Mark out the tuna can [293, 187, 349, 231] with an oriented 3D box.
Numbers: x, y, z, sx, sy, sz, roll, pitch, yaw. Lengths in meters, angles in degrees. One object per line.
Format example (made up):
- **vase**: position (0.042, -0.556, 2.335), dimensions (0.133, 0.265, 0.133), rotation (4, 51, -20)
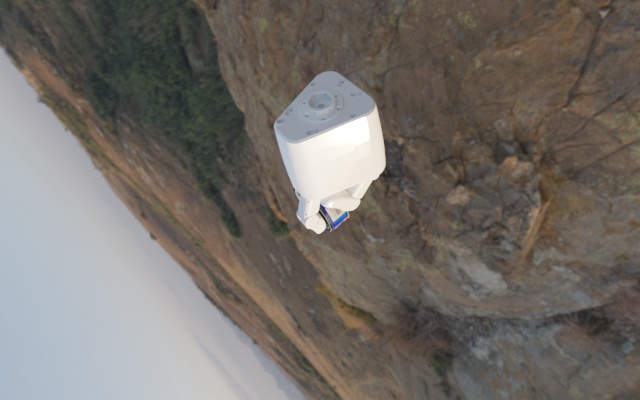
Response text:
- **tuna can**: position (0.000, 0.003, 0.676), dimensions (0.033, 0.086, 0.086), rotation (-41, 10, -12)
